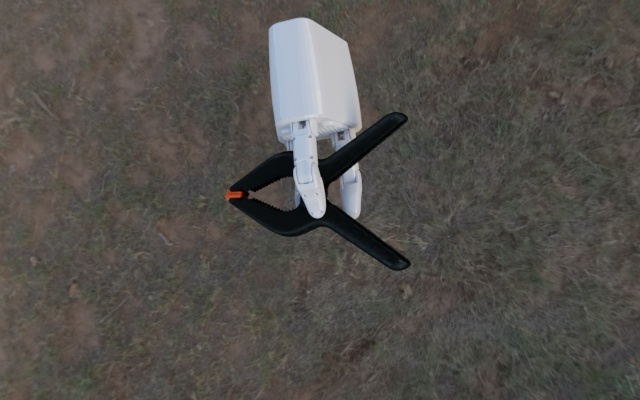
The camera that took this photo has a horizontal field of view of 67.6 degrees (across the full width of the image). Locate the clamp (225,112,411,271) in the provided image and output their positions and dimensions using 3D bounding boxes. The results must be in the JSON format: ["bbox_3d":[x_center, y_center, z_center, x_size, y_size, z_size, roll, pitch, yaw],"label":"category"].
[{"bbox_3d":[-0.001,0.002,0.518,0.210,0.164,0.036,-8,-4,14],"label":"clamp"}]
